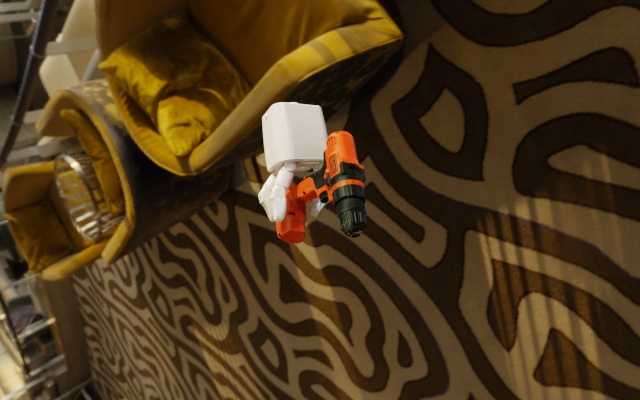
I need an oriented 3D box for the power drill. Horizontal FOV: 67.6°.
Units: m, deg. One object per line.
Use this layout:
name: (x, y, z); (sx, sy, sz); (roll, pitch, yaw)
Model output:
power drill: (0.000, 0.003, 0.789); (0.057, 0.184, 0.188); (19, -38, -36)
